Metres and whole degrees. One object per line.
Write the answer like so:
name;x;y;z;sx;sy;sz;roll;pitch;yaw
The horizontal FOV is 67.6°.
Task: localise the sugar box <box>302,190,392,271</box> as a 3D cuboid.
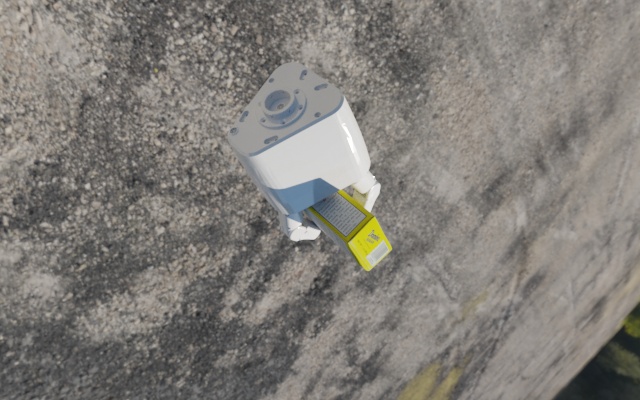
sugar box;0.001;0.001;0.561;0.176;0.048;0.093;43;-7;33
